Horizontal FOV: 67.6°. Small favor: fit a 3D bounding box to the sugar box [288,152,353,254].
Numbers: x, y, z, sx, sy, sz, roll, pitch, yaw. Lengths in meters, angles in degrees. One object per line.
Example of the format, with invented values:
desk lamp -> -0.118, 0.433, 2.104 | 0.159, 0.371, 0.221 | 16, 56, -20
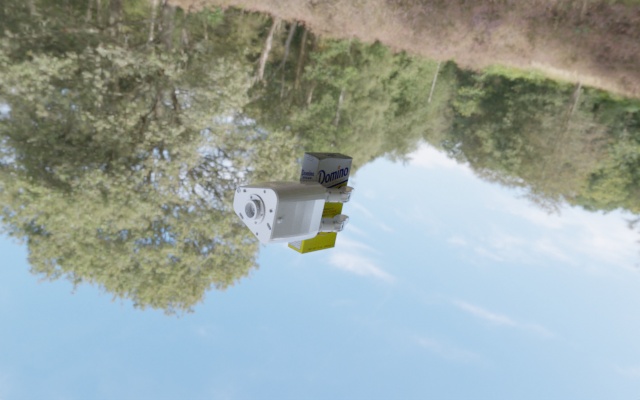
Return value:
sugar box -> 0.000, 0.003, 0.859 | 0.048, 0.176, 0.093 | 26, 21, 38
